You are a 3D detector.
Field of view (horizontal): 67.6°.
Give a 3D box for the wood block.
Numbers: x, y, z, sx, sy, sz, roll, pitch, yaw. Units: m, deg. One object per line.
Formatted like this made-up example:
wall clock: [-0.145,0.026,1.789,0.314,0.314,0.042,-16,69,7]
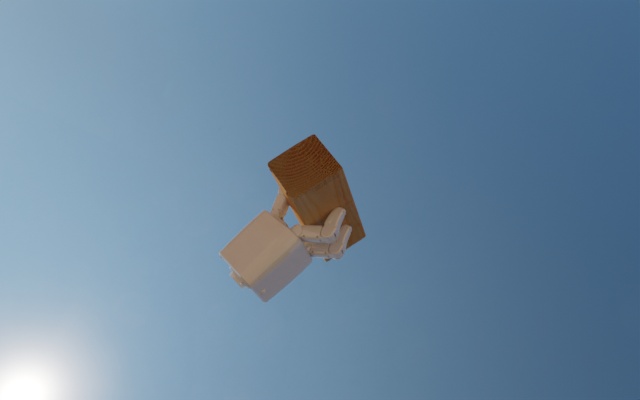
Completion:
wood block: [0.000,0.003,0.793,0.090,0.090,0.206,-33,-35,-7]
